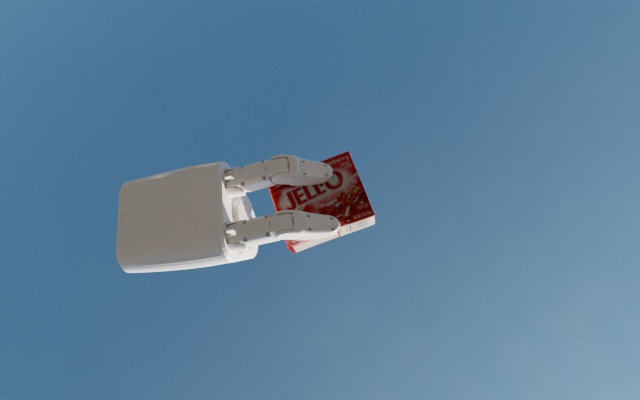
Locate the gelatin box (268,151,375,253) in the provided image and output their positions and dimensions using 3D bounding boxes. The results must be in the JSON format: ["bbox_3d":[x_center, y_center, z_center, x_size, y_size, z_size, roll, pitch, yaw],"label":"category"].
[{"bbox_3d":[0.000,0.002,0.469,0.089,0.073,0.030,-20,-22,-1],"label":"gelatin box"}]
